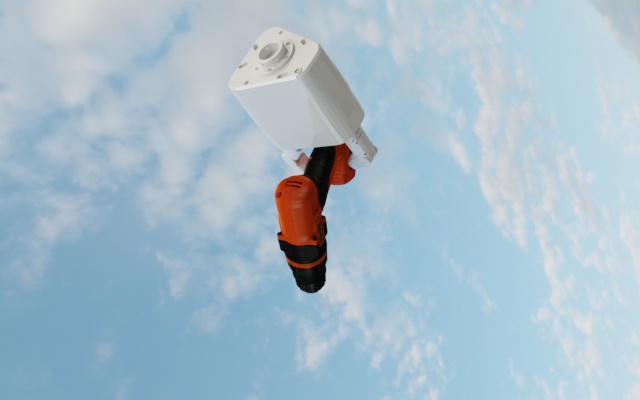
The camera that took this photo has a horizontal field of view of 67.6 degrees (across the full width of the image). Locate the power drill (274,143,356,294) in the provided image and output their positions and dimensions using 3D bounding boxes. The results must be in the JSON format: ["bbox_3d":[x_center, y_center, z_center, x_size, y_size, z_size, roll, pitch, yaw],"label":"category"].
[{"bbox_3d":[0.000,0.001,0.607,0.057,0.185,0.187,8,46,13],"label":"power drill"}]
